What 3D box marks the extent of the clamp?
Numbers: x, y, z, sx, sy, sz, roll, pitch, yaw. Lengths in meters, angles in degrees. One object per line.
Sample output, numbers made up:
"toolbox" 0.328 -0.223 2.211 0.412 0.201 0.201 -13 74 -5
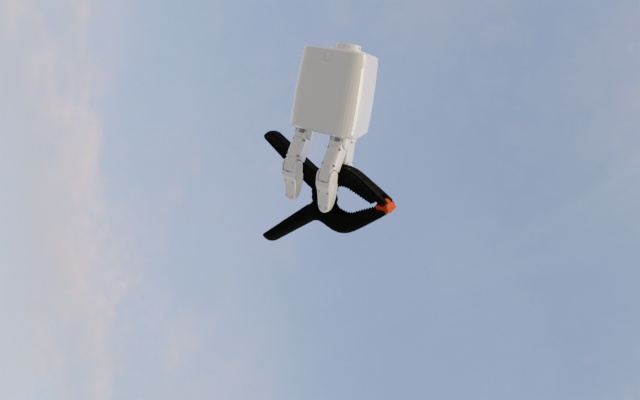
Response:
"clamp" 0.001 0.002 0.667 0.210 0.165 0.036 18 20 27
